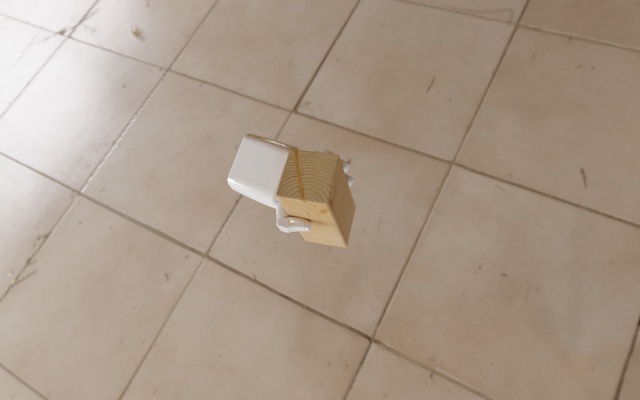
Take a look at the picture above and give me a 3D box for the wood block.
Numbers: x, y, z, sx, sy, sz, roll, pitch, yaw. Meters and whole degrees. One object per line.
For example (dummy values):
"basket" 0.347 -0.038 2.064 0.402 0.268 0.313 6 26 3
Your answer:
"wood block" 0.000 0.003 0.862 0.090 0.090 0.206 8 -23 16
